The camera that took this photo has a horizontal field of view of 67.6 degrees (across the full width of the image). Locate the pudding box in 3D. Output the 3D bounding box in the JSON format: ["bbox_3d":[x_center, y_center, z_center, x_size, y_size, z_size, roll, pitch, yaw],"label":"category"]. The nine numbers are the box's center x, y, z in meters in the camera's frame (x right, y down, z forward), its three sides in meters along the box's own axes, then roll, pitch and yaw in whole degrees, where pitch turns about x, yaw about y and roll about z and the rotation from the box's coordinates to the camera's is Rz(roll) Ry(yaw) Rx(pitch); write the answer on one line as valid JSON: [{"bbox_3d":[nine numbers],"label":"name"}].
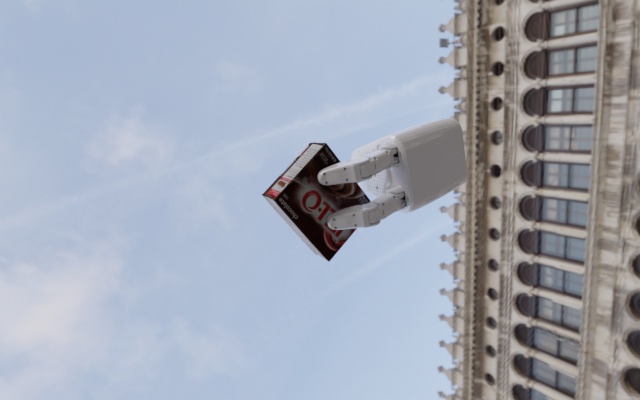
[{"bbox_3d":[0.000,0.002,0.559,0.113,0.090,0.039,49,-18,-28],"label":"pudding box"}]
